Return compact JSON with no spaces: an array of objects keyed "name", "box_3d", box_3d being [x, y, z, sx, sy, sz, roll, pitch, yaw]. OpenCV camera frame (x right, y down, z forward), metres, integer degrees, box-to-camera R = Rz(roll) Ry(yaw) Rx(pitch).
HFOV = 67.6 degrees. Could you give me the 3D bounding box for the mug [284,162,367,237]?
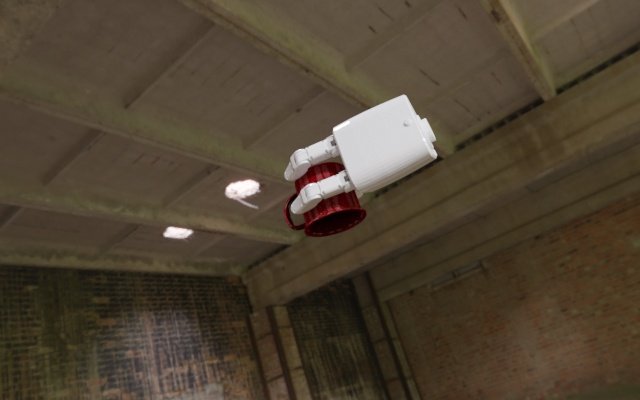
[{"name":"mug","box_3d":[-0.001,0.003,0.697,0.117,0.081,0.093,-24,-23,16]}]
